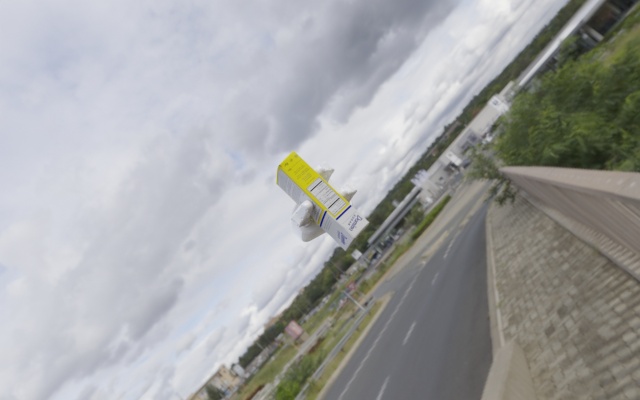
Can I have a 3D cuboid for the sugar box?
[{"bbox_3d":[0.000,0.002,0.814,0.176,0.048,0.093,42,-18,8],"label":"sugar box"}]
